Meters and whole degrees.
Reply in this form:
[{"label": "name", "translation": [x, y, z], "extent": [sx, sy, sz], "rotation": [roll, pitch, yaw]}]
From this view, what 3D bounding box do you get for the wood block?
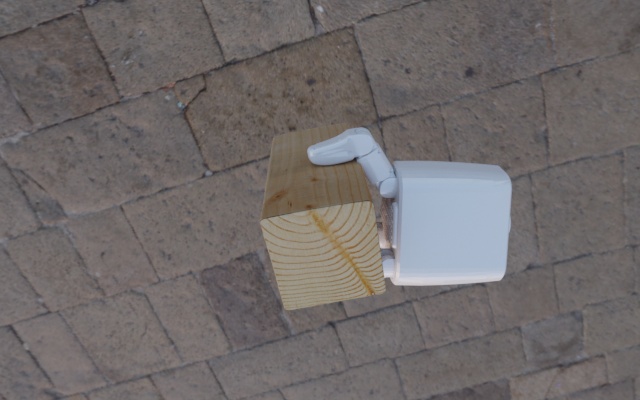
[{"label": "wood block", "translation": [0.000, 0.001, 0.473], "extent": [0.090, 0.091, 0.206], "rotation": [-10, 25, 2]}]
